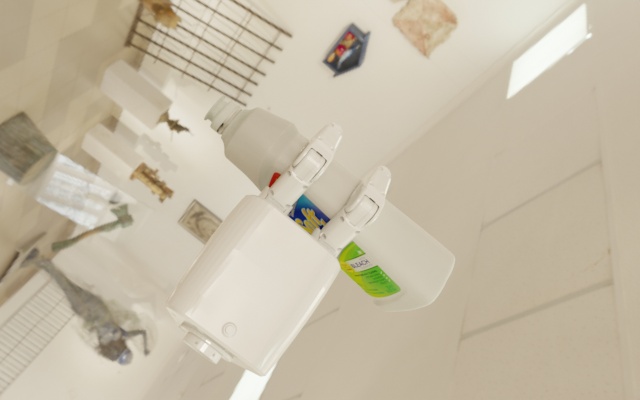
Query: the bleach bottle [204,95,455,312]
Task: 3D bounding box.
[{"bbox_3d":[0.000,0.001,0.439,0.251,0.068,0.102,40,-25,-9],"label":"bleach bottle"}]
